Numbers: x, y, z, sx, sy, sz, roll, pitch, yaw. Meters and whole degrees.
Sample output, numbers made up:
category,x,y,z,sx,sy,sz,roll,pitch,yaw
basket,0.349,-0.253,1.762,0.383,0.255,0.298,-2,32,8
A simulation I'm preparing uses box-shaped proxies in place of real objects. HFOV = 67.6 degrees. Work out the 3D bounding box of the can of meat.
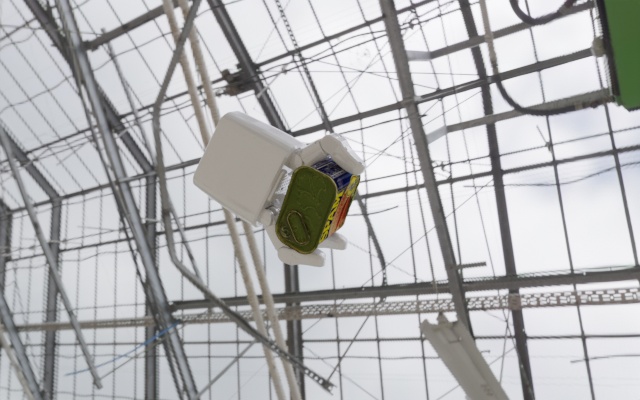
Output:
category,x,y,z,sx,sy,sz,roll,pitch,yaw
can of meat,0.000,0.002,0.566,0.057,0.102,0.084,28,26,17
